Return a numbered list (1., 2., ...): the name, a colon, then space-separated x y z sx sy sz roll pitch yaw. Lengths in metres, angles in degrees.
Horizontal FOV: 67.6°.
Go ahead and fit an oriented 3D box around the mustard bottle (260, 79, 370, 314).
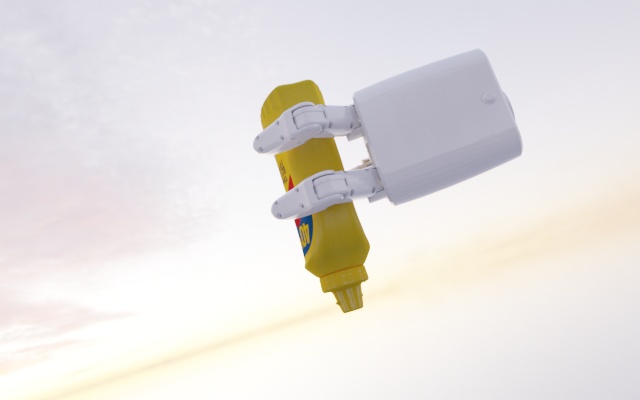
1. mustard bottle: 0.000 0.001 0.413 0.058 0.191 0.096 -15 -13 -13
